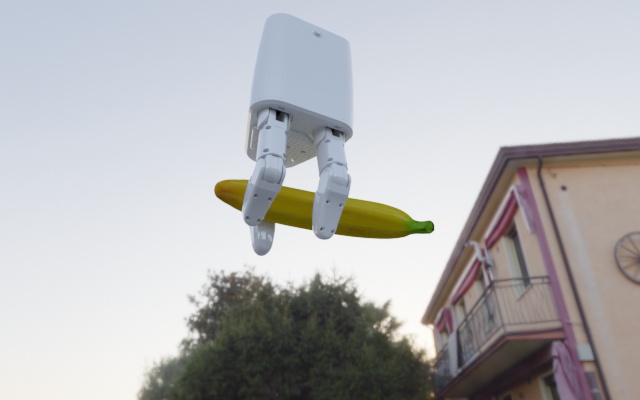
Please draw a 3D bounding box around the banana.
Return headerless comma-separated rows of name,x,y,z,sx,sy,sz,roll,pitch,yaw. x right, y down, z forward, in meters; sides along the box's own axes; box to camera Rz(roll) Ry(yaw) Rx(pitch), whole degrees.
banana,0.002,0.008,0.450,0.198,0.037,0.070,8,-19,-1
